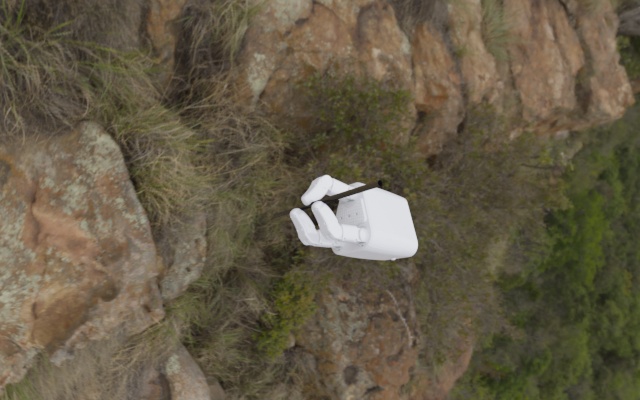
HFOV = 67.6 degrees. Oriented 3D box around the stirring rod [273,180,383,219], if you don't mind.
[{"bbox_3d":[0.000,0.002,0.676,0.011,0.011,0.239,0,-11,-38],"label":"stirring rod"}]
